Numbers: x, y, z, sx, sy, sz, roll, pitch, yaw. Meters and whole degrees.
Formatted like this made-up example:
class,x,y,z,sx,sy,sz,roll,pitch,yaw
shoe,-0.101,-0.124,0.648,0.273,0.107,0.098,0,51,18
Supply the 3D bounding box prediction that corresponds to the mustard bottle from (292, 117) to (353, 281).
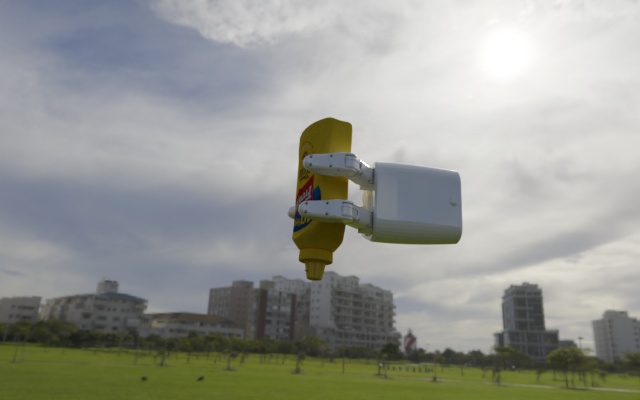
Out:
class,x,y,z,sx,sy,sz,roll,pitch,yaw
mustard bottle,0.000,0.002,0.588,0.058,0.191,0.096,12,-19,-24
